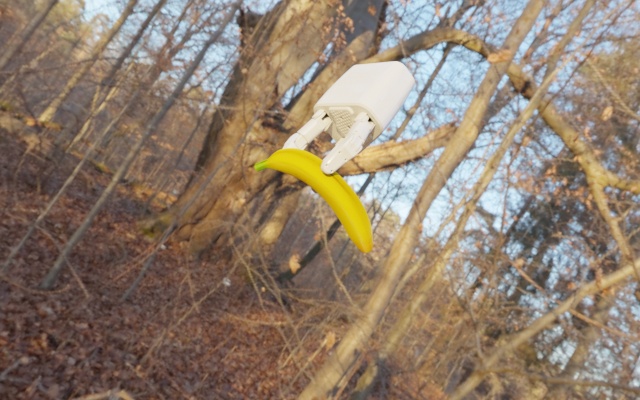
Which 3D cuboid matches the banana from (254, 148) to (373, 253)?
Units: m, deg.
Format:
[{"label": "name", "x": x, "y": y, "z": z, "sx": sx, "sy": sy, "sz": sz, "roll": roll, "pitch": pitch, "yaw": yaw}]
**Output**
[{"label": "banana", "x": 0.006, "y": -0.011, "z": 0.640, "sx": 0.037, "sy": 0.198, "sz": 0.070, "roll": -48, "pitch": -5, "yaw": -48}]
